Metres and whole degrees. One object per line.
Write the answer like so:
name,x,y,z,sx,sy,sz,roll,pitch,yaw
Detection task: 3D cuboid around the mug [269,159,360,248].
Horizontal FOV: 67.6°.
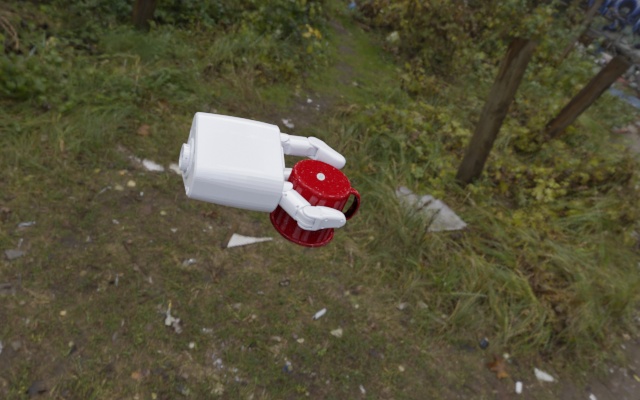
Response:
mug,0.001,0.002,0.631,0.117,0.081,0.093,7,38,-25
